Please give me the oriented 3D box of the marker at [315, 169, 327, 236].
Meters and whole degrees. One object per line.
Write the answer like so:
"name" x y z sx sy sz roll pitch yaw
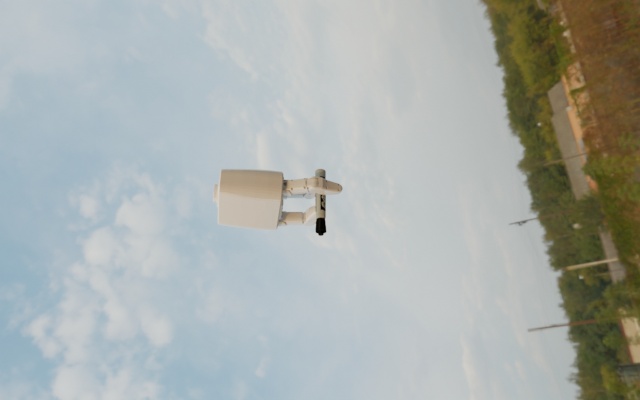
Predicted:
"marker" 0.000 0.003 0.811 0.020 0.121 0.020 0 -26 0
